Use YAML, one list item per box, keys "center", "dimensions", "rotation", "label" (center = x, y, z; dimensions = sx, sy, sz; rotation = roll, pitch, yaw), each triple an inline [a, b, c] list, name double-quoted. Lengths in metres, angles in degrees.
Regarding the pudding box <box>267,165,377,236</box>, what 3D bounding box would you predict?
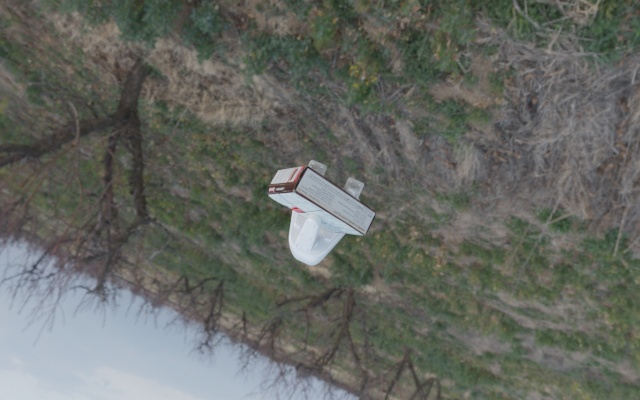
- center: [0.000, 0.002, 0.593]
  dimensions: [0.113, 0.039, 0.090]
  rotation: [31, -15, -23]
  label: "pudding box"
